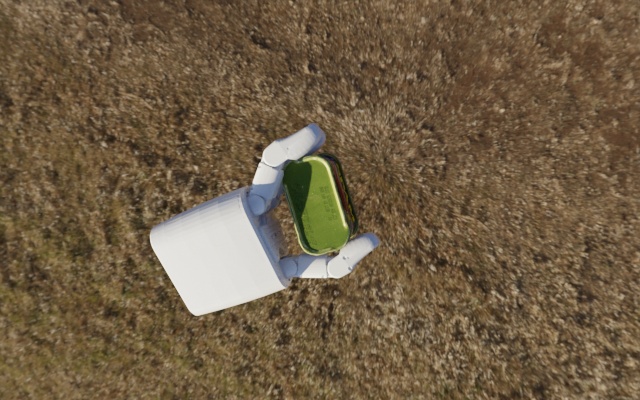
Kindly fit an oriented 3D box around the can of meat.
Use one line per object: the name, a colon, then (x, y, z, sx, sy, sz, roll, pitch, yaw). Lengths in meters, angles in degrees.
can of meat: (0.000, 0.002, 0.497, 0.057, 0.102, 0.084, -17, 2, 9)
